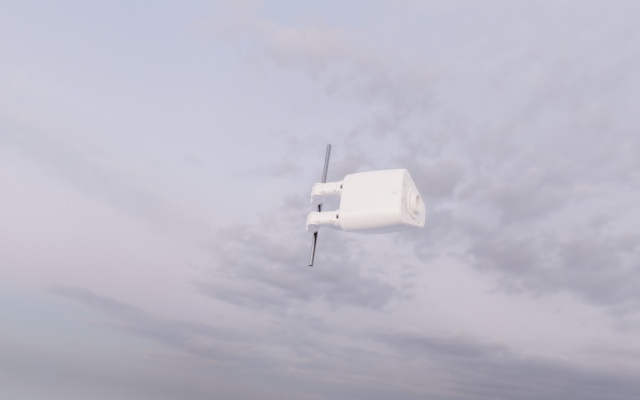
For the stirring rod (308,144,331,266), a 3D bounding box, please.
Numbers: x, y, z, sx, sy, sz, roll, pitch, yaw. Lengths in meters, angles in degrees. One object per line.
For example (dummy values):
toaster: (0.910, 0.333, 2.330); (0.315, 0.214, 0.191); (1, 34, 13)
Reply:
stirring rod: (0.000, 0.003, 0.864); (0.011, 0.239, 0.011); (7, -24, 3)
